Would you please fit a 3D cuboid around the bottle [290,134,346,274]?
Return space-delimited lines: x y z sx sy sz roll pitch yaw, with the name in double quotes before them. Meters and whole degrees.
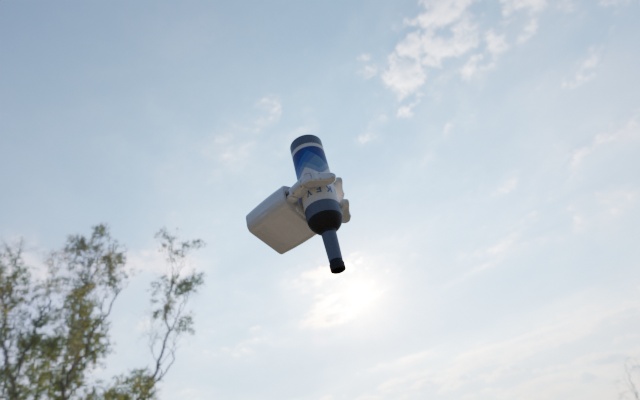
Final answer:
"bottle" 0.000 0.003 0.887 0.069 0.295 0.069 -9 -37 -7
